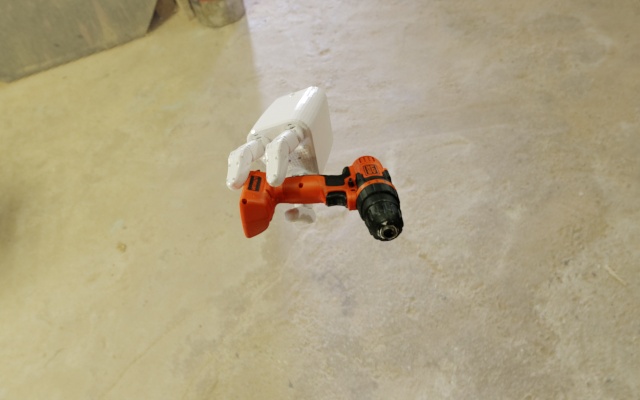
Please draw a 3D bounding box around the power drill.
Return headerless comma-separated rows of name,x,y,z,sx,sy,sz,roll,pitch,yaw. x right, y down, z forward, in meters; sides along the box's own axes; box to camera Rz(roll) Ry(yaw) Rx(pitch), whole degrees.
power drill,0.000,0.002,0.582,0.187,0.057,0.184,-4,24,0
